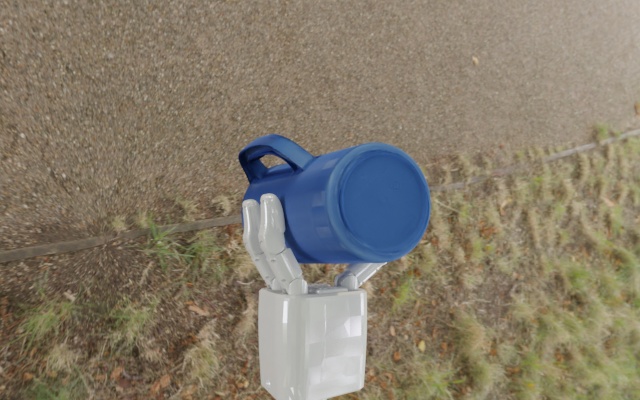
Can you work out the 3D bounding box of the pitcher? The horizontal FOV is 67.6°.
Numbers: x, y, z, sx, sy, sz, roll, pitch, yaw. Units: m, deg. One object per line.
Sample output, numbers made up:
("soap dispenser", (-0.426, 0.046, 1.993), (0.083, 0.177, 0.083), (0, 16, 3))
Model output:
("pitcher", (0.000, 0.002, 0.521), (0.149, 0.145, 0.243), (5, -6, -24))
